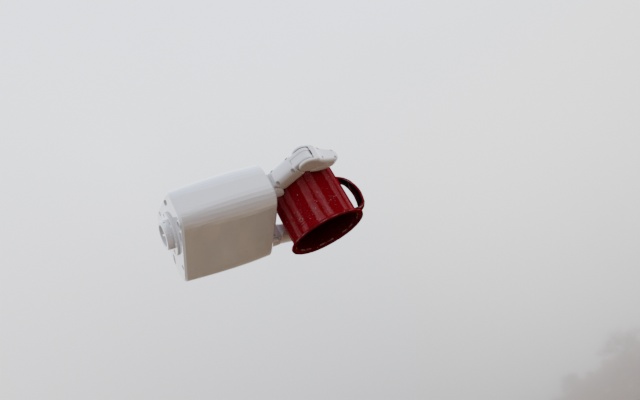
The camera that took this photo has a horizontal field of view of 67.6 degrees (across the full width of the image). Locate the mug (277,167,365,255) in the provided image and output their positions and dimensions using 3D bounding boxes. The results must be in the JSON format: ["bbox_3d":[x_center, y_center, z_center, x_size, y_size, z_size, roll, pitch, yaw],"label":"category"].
[{"bbox_3d":[0.001,0.001,0.567,0.117,0.081,0.093,-18,-24,-30],"label":"mug"}]
